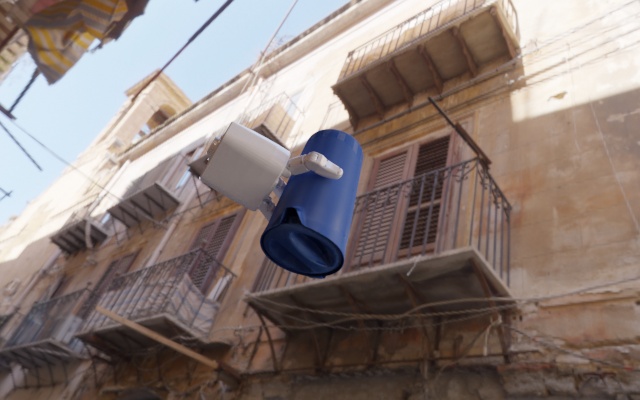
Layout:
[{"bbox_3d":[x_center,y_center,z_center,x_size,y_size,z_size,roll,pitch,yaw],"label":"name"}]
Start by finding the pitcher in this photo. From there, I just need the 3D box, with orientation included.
[{"bbox_3d":[0.000,0.003,0.806,0.145,0.242,0.149,30,-40,-14],"label":"pitcher"}]
